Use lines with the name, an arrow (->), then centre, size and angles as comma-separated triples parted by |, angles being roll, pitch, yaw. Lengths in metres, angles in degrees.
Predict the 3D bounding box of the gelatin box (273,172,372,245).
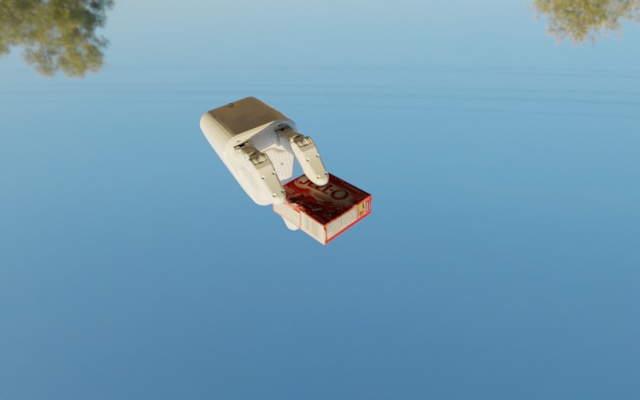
gelatin box -> 0.000, 0.002, 0.528 | 0.073, 0.030, 0.089 | -31, 45, -32
